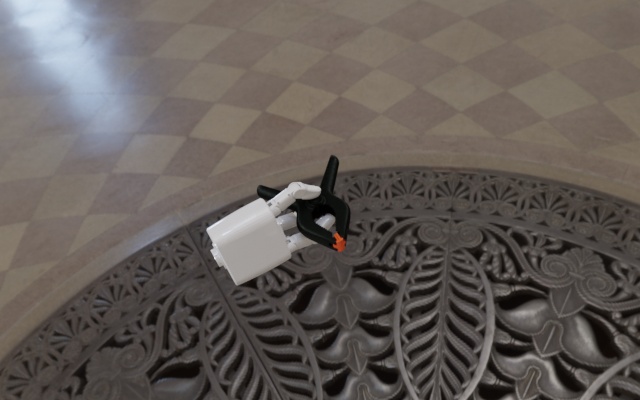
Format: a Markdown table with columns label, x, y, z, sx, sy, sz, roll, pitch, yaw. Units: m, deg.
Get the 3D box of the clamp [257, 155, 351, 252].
| label | x | y | z | sx | sy | sz | roll | pitch | yaw |
| --- | --- | --- | --- | --- | --- | --- | --- | --- | --- |
| clamp | 0.000 | 0.003 | 0.837 | 0.164 | 0.036 | 0.210 | -30 | 48 | -13 |
